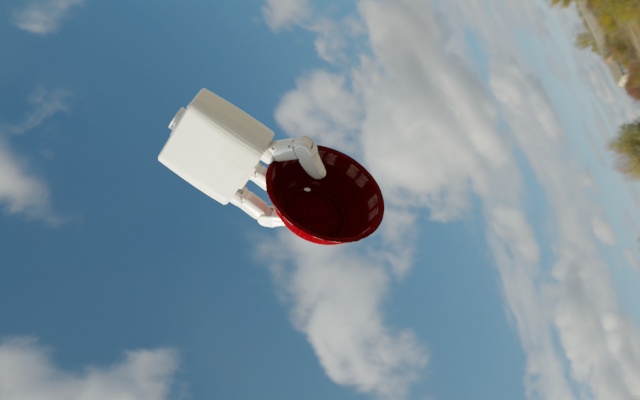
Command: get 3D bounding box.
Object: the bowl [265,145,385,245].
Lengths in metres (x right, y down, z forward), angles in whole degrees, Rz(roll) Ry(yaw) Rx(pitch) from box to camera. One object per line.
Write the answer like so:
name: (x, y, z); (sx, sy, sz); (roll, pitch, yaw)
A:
bowl: (0.001, 0.003, 0.628); (0.162, 0.162, 0.055); (0, -39, -24)
